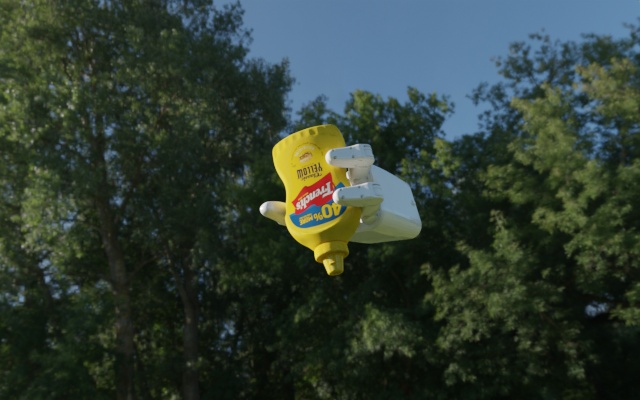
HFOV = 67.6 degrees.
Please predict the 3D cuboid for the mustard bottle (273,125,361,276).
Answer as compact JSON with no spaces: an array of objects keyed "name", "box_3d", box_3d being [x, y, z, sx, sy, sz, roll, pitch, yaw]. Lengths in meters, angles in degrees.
[{"name":"mustard bottle","box_3d":[0.000,0.002,0.604,0.096,0.191,0.058,-18,-26,11]}]
